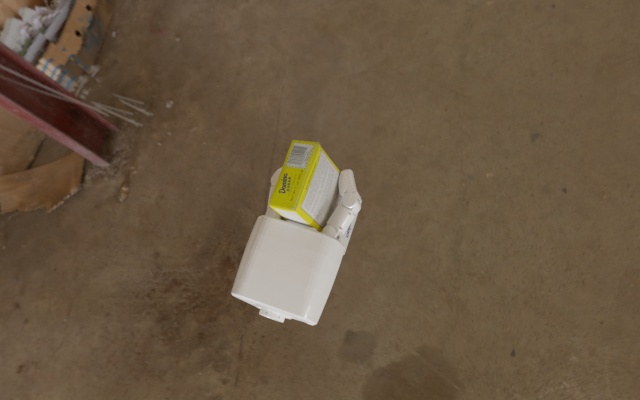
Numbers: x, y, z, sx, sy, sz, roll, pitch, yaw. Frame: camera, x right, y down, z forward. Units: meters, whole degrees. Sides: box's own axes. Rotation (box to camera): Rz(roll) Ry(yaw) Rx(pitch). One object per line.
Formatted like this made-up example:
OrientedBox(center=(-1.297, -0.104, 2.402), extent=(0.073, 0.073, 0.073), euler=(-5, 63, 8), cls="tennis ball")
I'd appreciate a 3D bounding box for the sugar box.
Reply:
OrientedBox(center=(0.000, 0.002, 0.643), extent=(0.048, 0.093, 0.176), euler=(12, -19, 25), cls="sugar box")
